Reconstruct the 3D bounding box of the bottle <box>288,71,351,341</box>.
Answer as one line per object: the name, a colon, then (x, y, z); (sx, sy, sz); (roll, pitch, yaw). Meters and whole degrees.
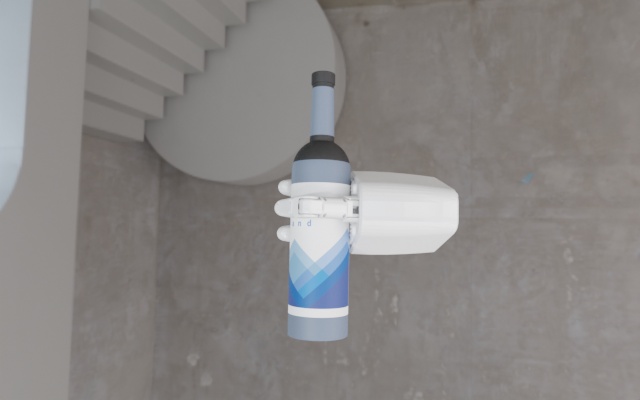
bottle: (0.000, 0.002, 0.538); (0.069, 0.295, 0.069); (1, -4, 0)
